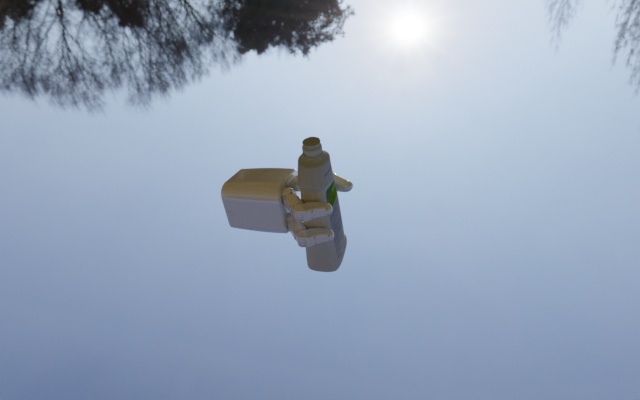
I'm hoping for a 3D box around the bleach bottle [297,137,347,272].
[{"bbox_3d":[0.000,0.003,0.810,0.068,0.251,0.102,3,39,12],"label":"bleach bottle"}]
